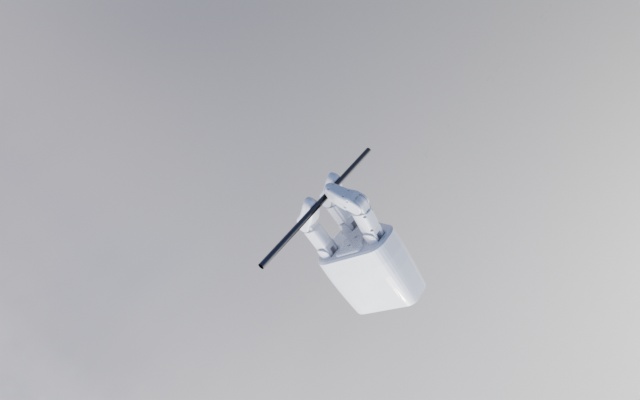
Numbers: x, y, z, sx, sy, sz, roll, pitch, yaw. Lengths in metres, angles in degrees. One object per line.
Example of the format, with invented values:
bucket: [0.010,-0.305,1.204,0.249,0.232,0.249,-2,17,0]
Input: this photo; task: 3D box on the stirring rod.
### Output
stirring rod: [0.000,0.002,0.613,0.011,0.011,0.239,0,38,46]
